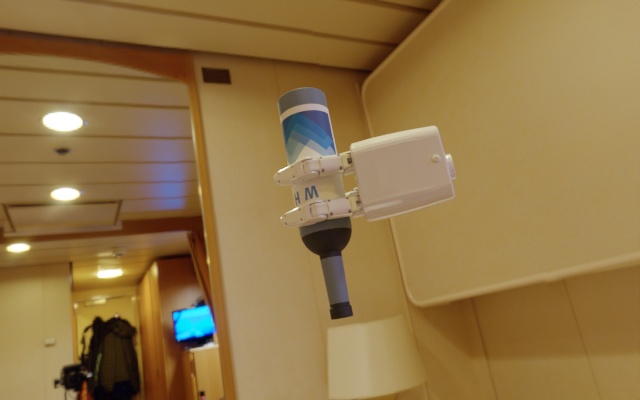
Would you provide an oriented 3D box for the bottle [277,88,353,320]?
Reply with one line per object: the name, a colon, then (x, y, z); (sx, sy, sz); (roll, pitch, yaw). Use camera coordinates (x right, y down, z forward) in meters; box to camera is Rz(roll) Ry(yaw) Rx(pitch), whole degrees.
bottle: (0.000, 0.002, 0.613); (0.069, 0.295, 0.069); (-10, -15, -3)
